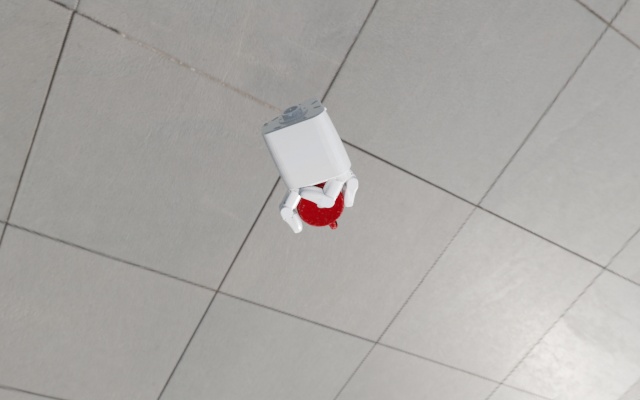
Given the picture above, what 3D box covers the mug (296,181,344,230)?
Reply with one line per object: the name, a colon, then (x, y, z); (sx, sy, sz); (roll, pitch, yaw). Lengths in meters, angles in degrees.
mug: (0.001, 0.004, 0.841); (0.093, 0.117, 0.081); (-25, 28, 4)
